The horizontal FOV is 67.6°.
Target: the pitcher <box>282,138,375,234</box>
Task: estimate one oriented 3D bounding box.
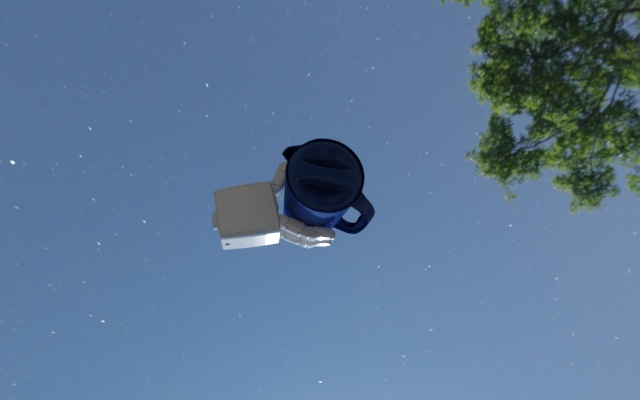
[{"bbox_3d":[0.000,0.003,0.889,0.145,0.149,0.243,-8,-19,-11],"label":"pitcher"}]
